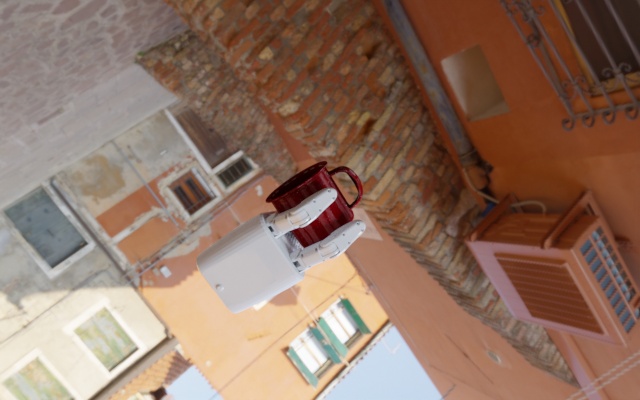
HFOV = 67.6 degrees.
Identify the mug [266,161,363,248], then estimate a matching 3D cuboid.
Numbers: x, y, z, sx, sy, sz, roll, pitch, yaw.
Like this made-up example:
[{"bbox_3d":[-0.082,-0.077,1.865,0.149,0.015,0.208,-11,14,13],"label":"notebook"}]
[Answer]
[{"bbox_3d":[0.001,0.001,0.612,0.117,0.081,0.093,-30,13,12],"label":"mug"}]
